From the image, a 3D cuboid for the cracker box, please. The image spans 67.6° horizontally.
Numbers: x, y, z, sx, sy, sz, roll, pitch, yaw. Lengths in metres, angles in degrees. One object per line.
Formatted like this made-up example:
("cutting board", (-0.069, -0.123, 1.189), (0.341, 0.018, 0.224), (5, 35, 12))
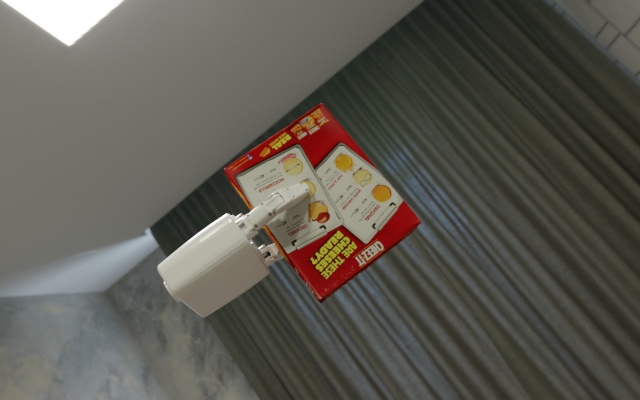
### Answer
("cracker box", (0.000, 0.002, 0.642), (0.164, 0.213, 0.072), (-36, -13, -10))
